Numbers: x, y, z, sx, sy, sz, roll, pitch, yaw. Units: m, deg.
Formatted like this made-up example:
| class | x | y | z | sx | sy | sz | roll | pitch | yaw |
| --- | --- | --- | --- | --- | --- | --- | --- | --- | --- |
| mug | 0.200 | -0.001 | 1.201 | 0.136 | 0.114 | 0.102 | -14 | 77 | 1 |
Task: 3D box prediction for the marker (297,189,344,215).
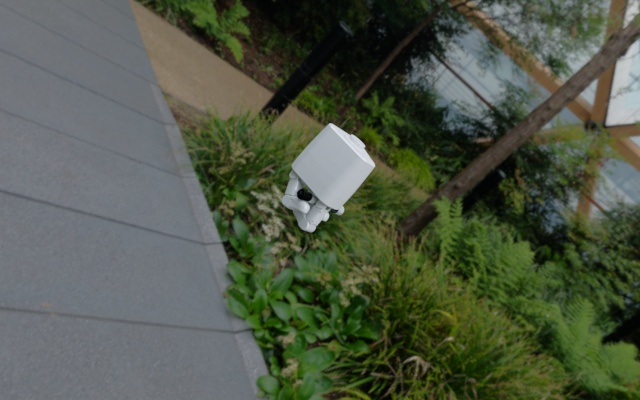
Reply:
| class | x | y | z | sx | sy | sz | roll | pitch | yaw |
| --- | --- | --- | --- | --- | --- | --- | --- | --- | --- |
| marker | 0.000 | 0.003 | 0.862 | 0.020 | 0.020 | 0.121 | 0 | -16 | 40 |
